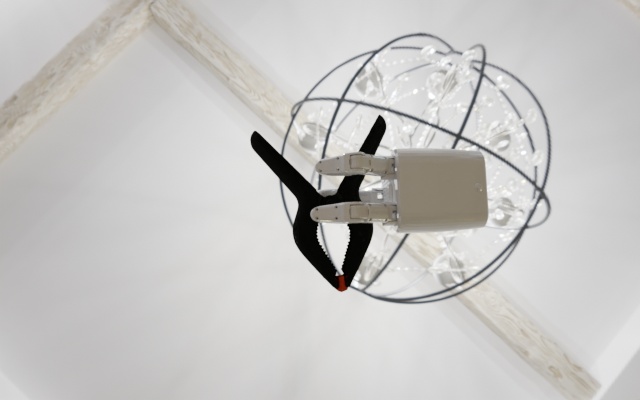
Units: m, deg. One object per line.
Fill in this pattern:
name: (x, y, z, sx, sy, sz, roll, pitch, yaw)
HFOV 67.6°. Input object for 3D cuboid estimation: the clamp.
clamp: (0.000, 0.002, 0.566, 0.164, 0.210, 0.036, -1, -7, -2)
